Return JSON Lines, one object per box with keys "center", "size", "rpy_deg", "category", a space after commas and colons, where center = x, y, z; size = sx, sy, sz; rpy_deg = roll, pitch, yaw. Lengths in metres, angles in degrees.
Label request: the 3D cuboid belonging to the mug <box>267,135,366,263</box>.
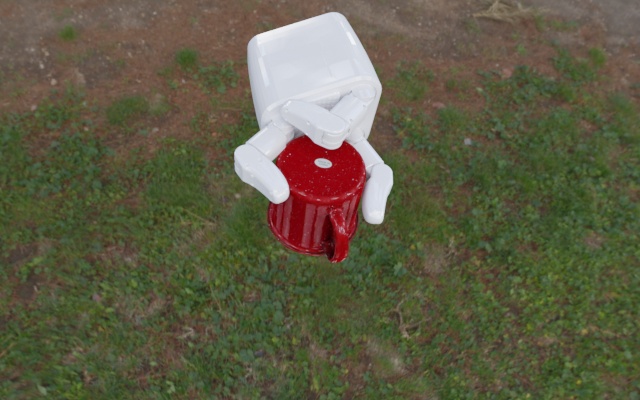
{"center": [0.000, 0.002, 0.442], "size": [0.093, 0.117, 0.082], "rpy_deg": [-9, -34, -14], "category": "mug"}
